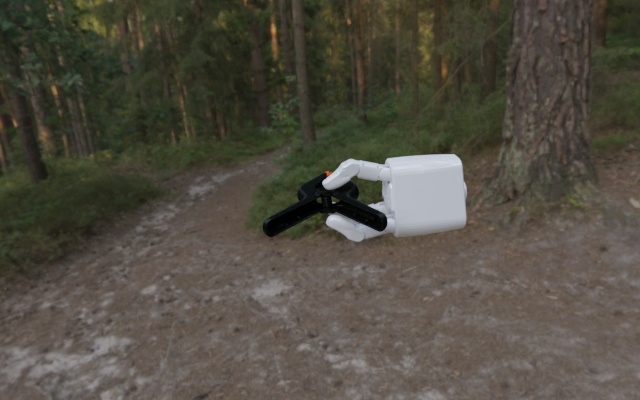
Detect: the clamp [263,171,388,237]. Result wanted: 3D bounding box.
[{"bbox_3d":[0.000,0.001,0.708,0.164,0.036,0.210,-5,21,-2],"label":"clamp"}]
